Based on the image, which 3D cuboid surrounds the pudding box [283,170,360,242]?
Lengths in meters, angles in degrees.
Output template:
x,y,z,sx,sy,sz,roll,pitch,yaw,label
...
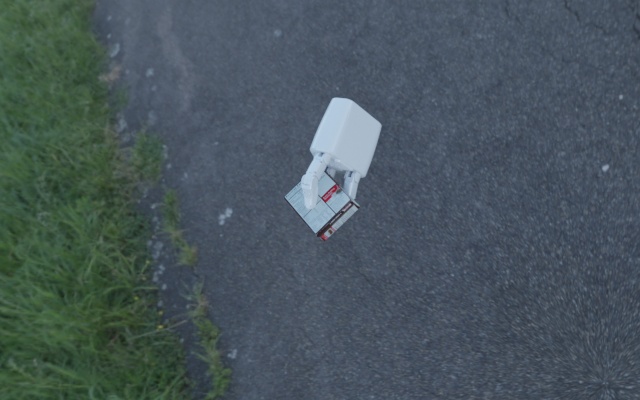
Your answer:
x,y,z,sx,sy,sz,roll,pitch,yaw,label
0.000,0.003,0.846,0.113,0.090,0.039,48,5,36,pudding box
